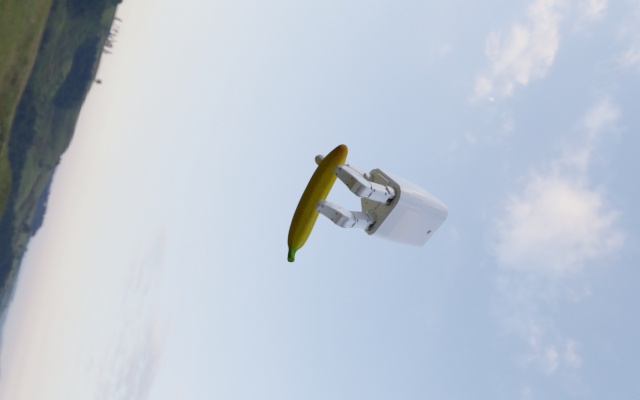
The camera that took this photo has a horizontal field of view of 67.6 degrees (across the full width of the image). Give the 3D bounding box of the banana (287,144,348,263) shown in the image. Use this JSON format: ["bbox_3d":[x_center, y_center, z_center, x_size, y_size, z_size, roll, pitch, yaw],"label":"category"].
[{"bbox_3d":[-0.007,0.001,0.751,0.037,0.198,0.069,21,7,-23],"label":"banana"}]
